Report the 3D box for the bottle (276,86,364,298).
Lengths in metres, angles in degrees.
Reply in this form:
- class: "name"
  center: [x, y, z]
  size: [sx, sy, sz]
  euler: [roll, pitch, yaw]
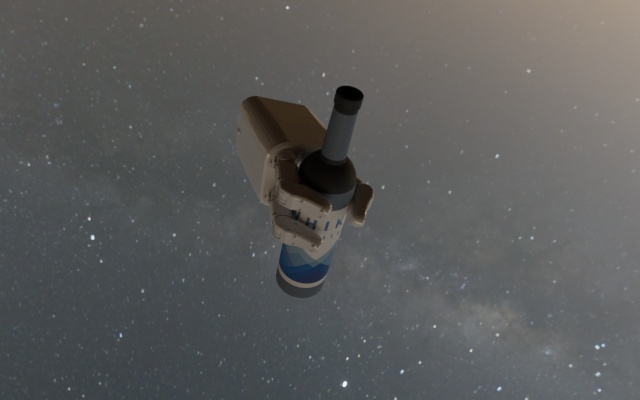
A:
- class: "bottle"
  center: [0.000, 0.002, 0.555]
  size: [0.069, 0.296, 0.069]
  euler: [8, 43, -8]
